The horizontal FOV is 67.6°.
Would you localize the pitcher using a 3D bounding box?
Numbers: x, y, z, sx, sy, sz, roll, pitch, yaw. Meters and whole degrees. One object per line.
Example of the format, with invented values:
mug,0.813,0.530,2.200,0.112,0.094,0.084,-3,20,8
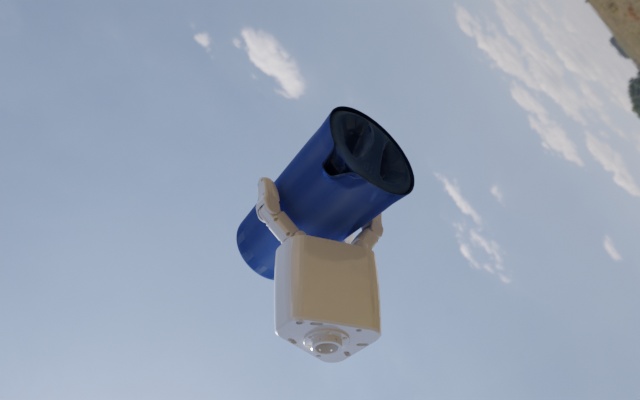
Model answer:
pitcher,0.000,0.002,0.632,0.149,0.145,0.243,26,-50,-28
